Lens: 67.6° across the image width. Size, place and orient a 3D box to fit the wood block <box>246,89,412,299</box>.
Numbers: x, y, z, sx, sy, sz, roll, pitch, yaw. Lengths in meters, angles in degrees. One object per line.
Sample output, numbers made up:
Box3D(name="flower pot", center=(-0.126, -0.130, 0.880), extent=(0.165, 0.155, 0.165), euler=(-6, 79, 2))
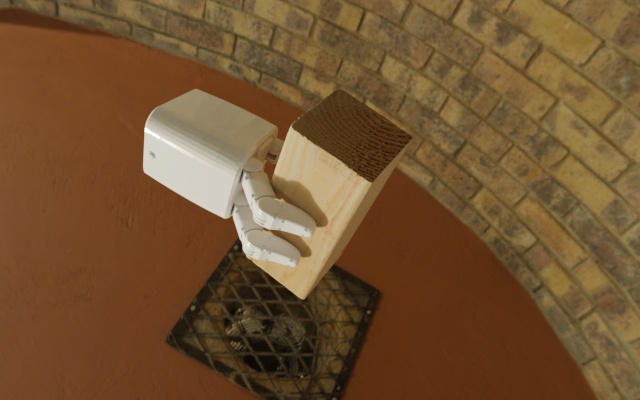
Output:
Box3D(name="wood block", center=(0.000, 0.001, 0.504), extent=(0.090, 0.206, 0.090), euler=(36, 48, 9))
